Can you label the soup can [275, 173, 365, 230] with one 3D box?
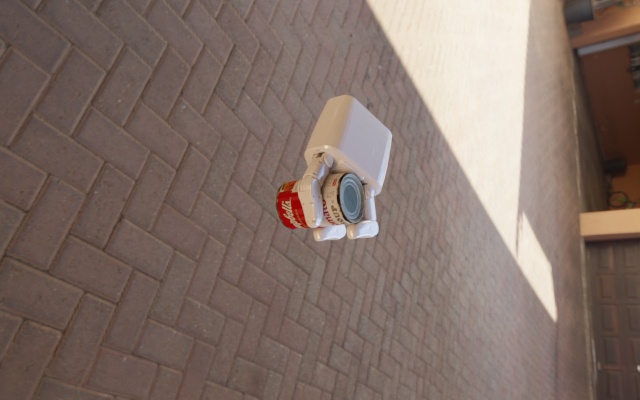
[{"bbox_3d":[0.000,0.002,0.638,0.102,0.068,0.068,-7,-4,34],"label":"soup can"}]
